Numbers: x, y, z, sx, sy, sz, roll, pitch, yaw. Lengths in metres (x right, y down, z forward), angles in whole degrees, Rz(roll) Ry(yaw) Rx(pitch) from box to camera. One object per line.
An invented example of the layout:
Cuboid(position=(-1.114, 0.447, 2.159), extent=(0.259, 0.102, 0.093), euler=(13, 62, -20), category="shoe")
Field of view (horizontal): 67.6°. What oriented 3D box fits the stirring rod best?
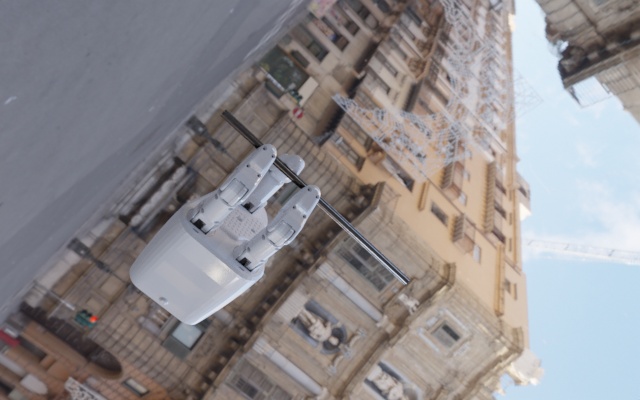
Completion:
Cuboid(position=(0.000, 0.001, 0.450), extent=(0.239, 0.011, 0.011), euler=(43, -12, -13), category="stirring rod")
